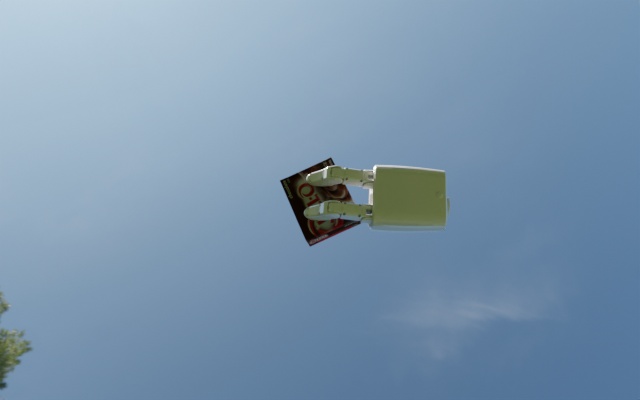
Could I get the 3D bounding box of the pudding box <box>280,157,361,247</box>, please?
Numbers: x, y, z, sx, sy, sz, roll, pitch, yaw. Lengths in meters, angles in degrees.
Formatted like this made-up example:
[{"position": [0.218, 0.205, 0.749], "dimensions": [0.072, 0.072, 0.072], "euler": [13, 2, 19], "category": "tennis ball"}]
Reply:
[{"position": [0.000, 0.002, 0.738], "dimensions": [0.090, 0.113, 0.039], "euler": [-24, -23, -3], "category": "pudding box"}]
